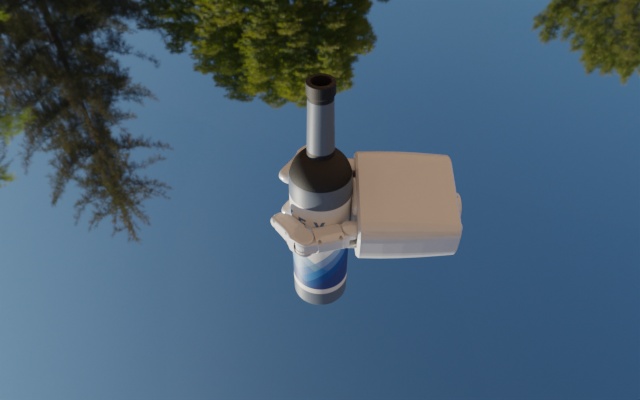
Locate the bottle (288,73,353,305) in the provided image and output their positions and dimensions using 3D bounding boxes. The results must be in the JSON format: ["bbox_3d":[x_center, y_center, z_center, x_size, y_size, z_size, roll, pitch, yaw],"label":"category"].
[{"bbox_3d":[0.000,0.002,0.517,0.069,0.296,0.069,0,44,0],"label":"bottle"}]
